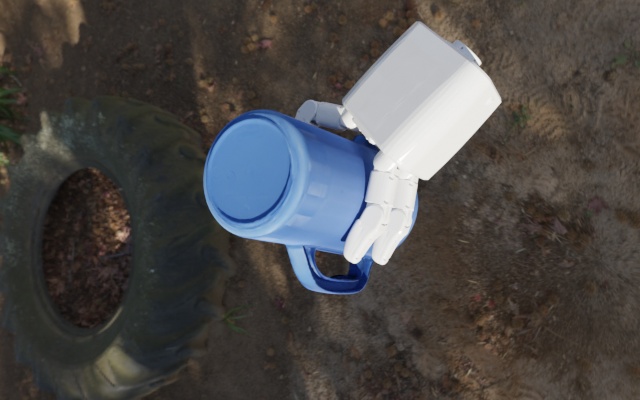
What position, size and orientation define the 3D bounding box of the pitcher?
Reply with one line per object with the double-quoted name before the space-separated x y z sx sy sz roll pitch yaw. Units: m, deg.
"pitcher" 0.000 0.001 0.488 0.149 0.145 0.243 51 18 25
